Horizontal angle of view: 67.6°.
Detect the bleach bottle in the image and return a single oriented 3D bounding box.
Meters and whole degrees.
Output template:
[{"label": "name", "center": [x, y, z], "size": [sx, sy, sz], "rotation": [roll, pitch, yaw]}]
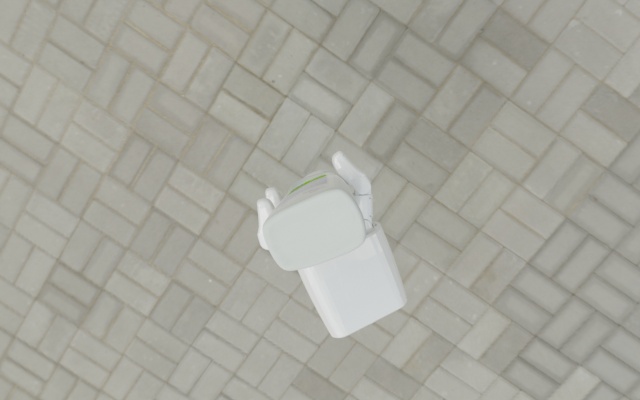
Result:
[{"label": "bleach bottle", "center": [0.000, 0.002, 0.578], "size": [0.102, 0.068, 0.250], "rotation": [-22, 11, 9]}]
